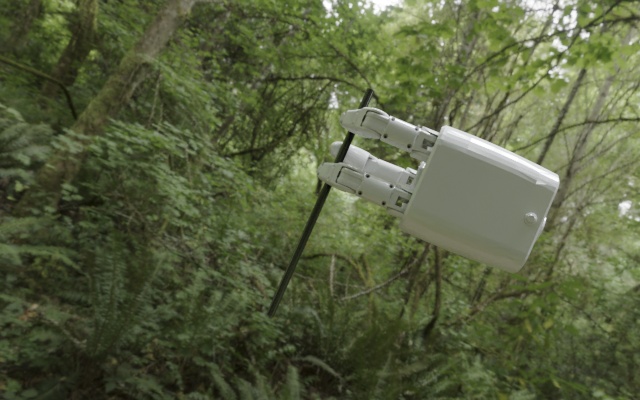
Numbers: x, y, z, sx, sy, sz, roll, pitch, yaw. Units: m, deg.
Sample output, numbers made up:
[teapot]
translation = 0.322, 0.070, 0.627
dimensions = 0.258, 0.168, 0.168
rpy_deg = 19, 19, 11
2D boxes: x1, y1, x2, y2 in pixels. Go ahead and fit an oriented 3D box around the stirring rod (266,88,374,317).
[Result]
[stirring rod]
translation = 0.000, 0.002, 0.466
dimensions = 0.011, 0.239, 0.011
rpy_deg = 24, -1, 1
